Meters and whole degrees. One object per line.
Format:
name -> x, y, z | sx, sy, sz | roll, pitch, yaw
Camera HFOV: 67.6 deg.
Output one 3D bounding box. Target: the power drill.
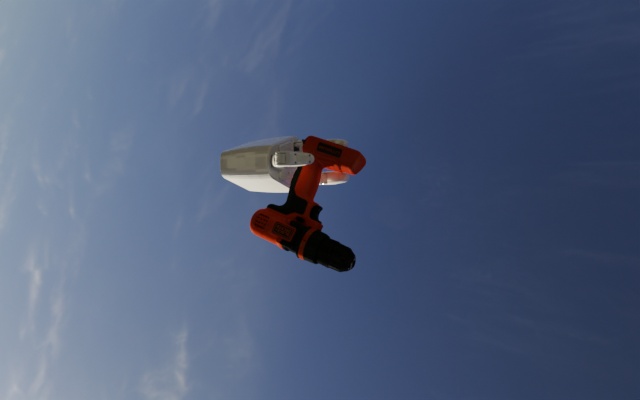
power drill -> 0.000, 0.002, 0.751 | 0.184, 0.187, 0.057 | 22, -12, 21
